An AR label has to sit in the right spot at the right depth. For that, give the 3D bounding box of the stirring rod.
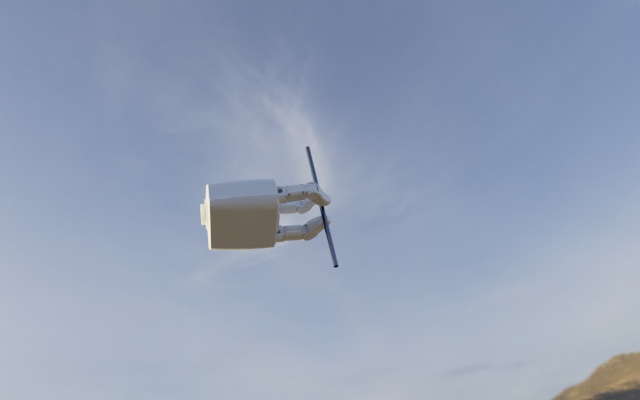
[{"bbox_3d":[0.000,0.003,0.787,0.011,0.239,0.011,-9,-34,-6],"label":"stirring rod"}]
